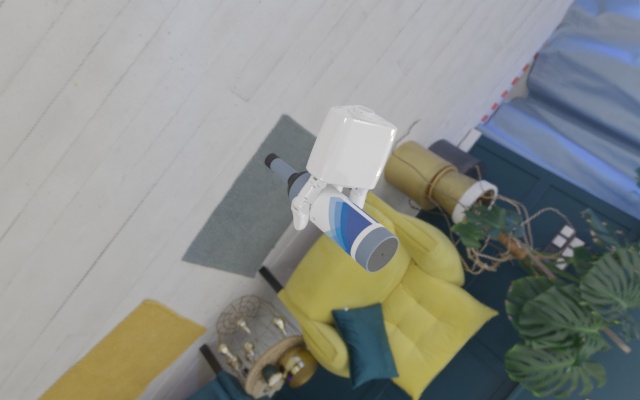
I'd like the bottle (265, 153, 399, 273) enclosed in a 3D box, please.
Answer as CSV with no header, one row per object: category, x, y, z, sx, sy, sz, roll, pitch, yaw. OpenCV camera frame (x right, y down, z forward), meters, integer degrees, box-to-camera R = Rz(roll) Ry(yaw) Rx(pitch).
bottle,0.000,0.003,0.782,0.069,0.069,0.295,0,31,-47
